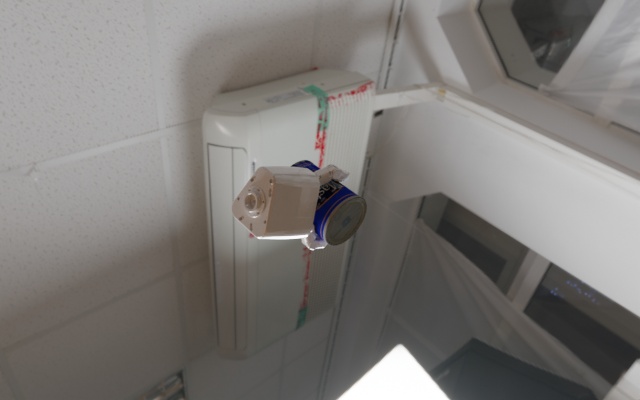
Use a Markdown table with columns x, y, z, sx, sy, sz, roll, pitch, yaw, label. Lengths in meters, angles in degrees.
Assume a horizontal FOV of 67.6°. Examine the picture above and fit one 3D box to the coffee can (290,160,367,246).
| x | y | z | sx | sy | sz | roll | pitch | yaw | label |
| --- | --- | --- | --- | --- | --- | --- | --- | --- | --- |
| 0.000 | 0.003 | 0.879 | 0.140 | 0.103 | 0.103 | 37 | 22 | 33 | coffee can |
